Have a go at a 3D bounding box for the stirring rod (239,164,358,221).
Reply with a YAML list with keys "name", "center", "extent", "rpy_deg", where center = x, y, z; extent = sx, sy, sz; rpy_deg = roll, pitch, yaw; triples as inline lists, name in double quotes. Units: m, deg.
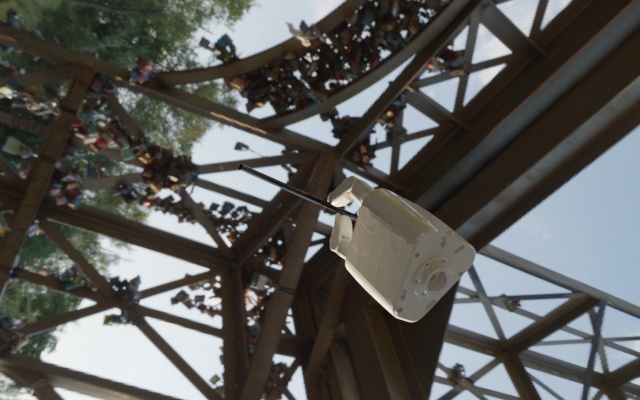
- name: "stirring rod"
  center: [0.000, 0.002, 0.619]
  extent: [0.239, 0.011, 0.011]
  rpy_deg: [24, -13, -32]
